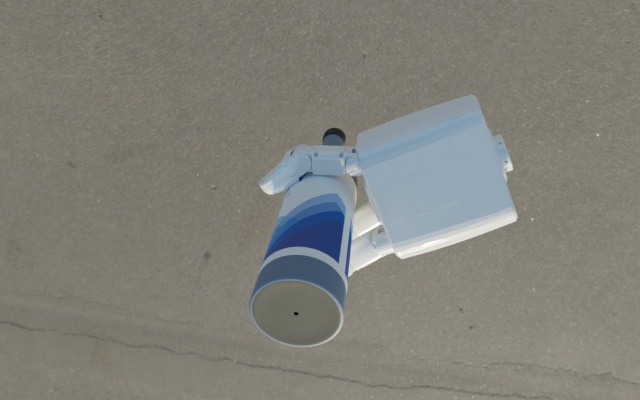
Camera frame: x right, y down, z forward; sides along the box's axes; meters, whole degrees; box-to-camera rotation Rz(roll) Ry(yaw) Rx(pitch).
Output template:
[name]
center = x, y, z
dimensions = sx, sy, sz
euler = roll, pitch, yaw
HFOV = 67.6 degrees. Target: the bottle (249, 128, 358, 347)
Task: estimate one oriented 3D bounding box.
[bottle]
center = 0.000, 0.002, 0.453
dimensions = 0.069, 0.069, 0.295
euler = 0, 32, 8
